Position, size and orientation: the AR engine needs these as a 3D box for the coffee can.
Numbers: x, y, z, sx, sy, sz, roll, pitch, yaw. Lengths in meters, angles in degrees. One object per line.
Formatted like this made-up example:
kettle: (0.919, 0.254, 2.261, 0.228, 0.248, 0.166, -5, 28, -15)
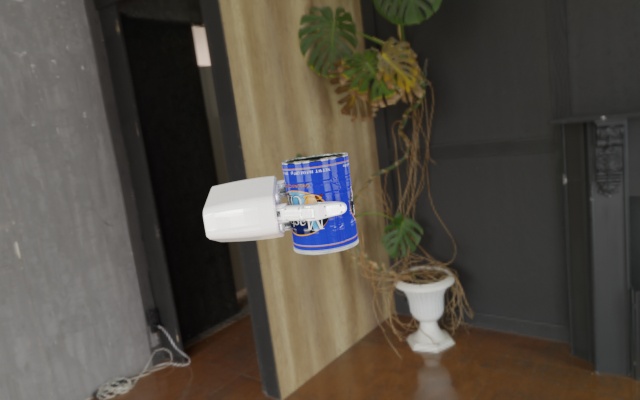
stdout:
coffee can: (0.000, 0.003, 0.736, 0.103, 0.140, 0.103, -7, 9, 1)
